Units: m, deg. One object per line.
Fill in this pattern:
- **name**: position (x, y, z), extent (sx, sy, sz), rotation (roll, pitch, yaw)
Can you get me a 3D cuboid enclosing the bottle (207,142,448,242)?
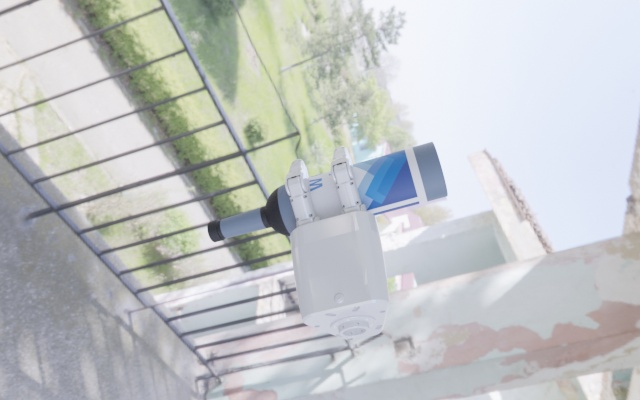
- **bottle**: position (0.000, 0.002, 0.583), extent (0.296, 0.069, 0.069), rotation (-16, -3, 11)
